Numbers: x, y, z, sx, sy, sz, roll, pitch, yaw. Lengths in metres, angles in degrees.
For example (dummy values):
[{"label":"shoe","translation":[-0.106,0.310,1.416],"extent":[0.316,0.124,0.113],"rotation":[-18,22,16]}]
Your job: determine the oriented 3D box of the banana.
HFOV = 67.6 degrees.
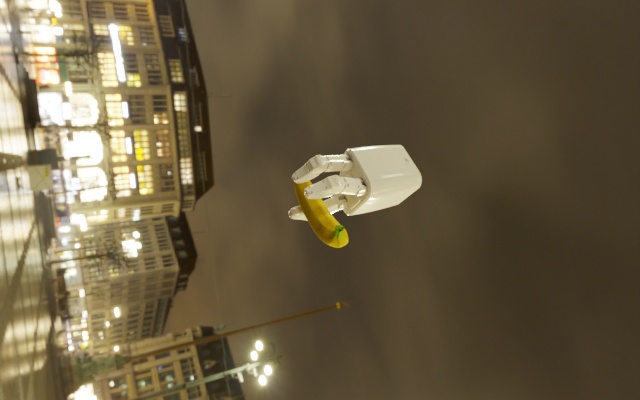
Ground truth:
[{"label":"banana","translation":[0.001,0.020,0.751],"extent":[0.037,0.070,0.197],"rotation":[-12,31,-20]}]
